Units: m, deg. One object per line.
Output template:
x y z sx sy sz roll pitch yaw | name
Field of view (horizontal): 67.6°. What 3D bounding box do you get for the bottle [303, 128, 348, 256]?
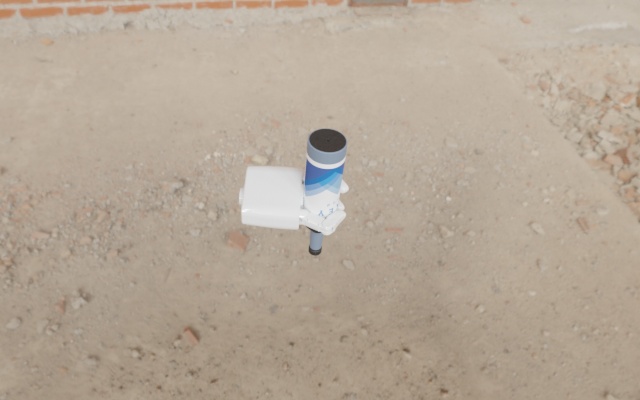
0.000 0.003 0.893 0.069 0.069 0.296 0 -44 -6 | bottle
